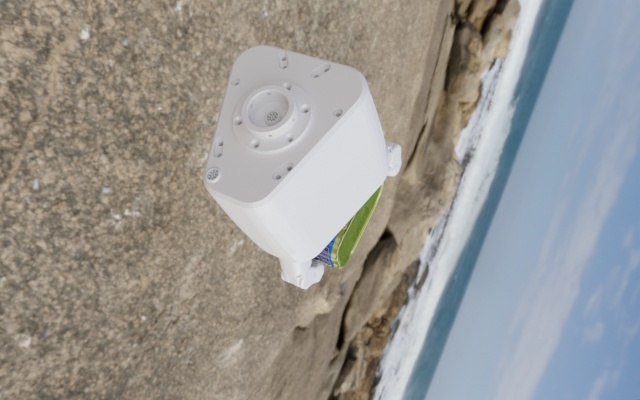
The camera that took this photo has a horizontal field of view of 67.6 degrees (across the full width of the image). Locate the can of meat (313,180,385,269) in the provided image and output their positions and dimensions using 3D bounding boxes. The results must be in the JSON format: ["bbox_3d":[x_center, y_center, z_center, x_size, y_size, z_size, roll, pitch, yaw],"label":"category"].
[{"bbox_3d":[0.000,0.002,0.429,0.084,0.102,0.057,21,-20,20],"label":"can of meat"}]
